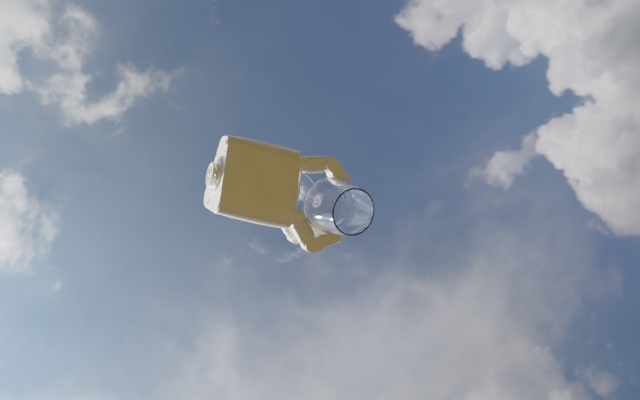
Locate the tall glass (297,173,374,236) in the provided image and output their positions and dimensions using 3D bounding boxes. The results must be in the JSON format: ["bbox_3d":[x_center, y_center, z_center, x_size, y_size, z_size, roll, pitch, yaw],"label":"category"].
[{"bbox_3d":[0.000,0.002,0.694,0.079,0.079,0.201,0,7,-26],"label":"tall glass"}]
